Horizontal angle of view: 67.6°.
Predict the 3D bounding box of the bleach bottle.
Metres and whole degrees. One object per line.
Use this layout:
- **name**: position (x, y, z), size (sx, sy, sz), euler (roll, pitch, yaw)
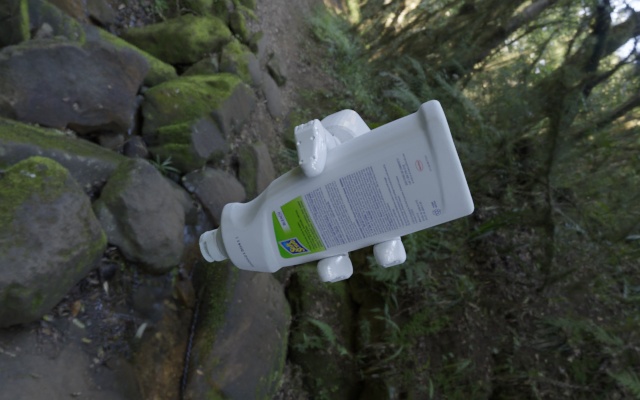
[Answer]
- **bleach bottle**: position (0.000, 0.002, 0.434), size (0.251, 0.102, 0.068), euler (-18, 17, 16)
